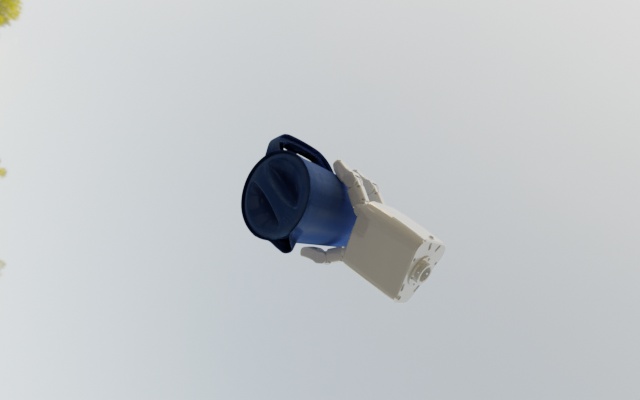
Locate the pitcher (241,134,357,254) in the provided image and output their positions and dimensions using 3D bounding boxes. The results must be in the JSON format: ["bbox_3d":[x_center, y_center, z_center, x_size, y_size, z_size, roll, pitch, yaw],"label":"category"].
[{"bbox_3d":[0.000,0.003,0.774,0.145,0.149,0.243,34,10,37],"label":"pitcher"}]
